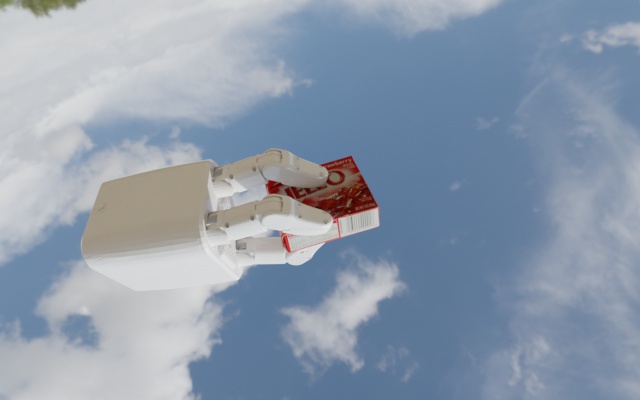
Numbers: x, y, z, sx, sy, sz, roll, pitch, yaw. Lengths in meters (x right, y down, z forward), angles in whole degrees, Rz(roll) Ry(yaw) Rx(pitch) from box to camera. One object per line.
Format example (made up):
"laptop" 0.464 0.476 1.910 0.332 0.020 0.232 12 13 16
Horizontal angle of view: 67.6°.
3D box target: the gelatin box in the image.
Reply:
"gelatin box" 0.000 0.002 0.437 0.089 0.030 0.073 -16 46 -7
